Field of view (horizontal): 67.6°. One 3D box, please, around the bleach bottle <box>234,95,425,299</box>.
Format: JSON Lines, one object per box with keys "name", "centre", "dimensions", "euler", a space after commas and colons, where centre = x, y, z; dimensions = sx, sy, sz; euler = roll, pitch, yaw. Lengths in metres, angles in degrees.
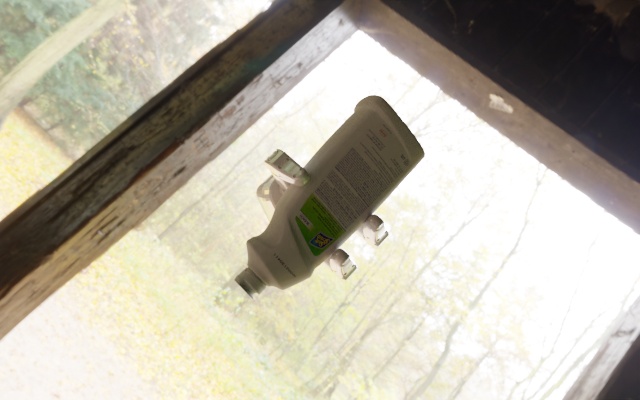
{"name": "bleach bottle", "centre": [0.000, 0.002, 0.529], "dimensions": [0.251, 0.102, 0.068], "euler": [-45, 13, -13]}
